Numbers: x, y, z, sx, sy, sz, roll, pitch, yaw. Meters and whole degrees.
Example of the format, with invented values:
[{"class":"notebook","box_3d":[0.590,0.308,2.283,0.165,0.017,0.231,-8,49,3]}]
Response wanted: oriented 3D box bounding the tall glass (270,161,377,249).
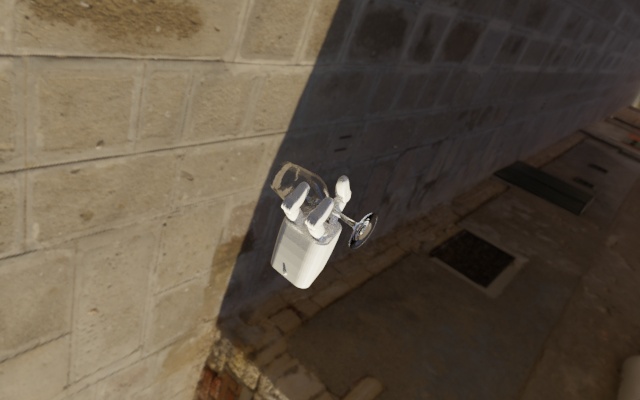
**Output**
[{"class":"tall glass","box_3d":[0.001,0.003,0.859,0.201,0.079,0.079,35,17,26]}]
